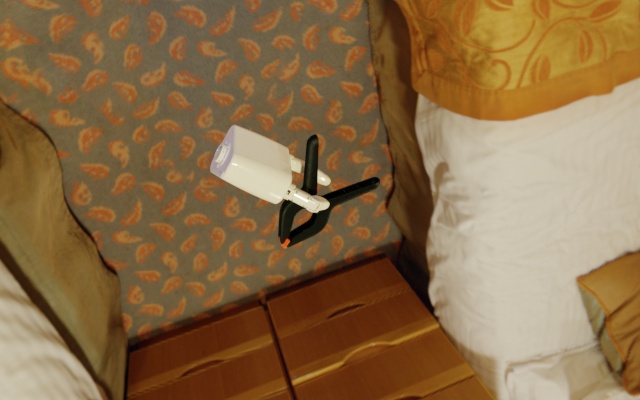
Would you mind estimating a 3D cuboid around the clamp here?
[{"bbox_3d":[0.000,0.004,0.862,0.164,0.210,0.036,24,17,-26],"label":"clamp"}]
